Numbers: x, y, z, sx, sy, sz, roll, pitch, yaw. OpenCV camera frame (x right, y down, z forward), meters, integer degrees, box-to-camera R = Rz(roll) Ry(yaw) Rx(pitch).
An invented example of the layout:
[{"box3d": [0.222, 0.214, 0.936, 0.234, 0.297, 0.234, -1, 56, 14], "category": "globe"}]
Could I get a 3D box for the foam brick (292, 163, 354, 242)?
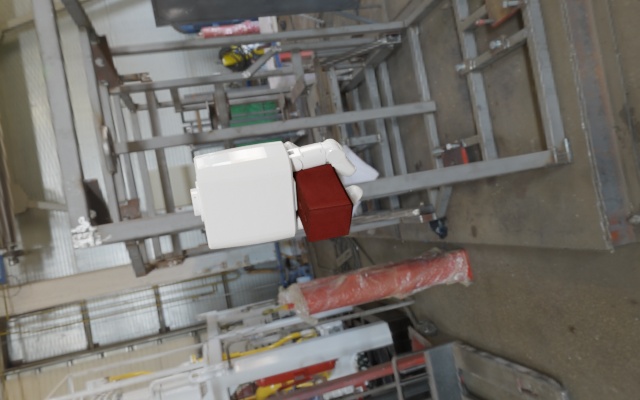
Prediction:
[{"box3d": [0.000, 0.002, 0.564, 0.051, 0.053, 0.078, -10, 43, -15], "category": "foam brick"}]
